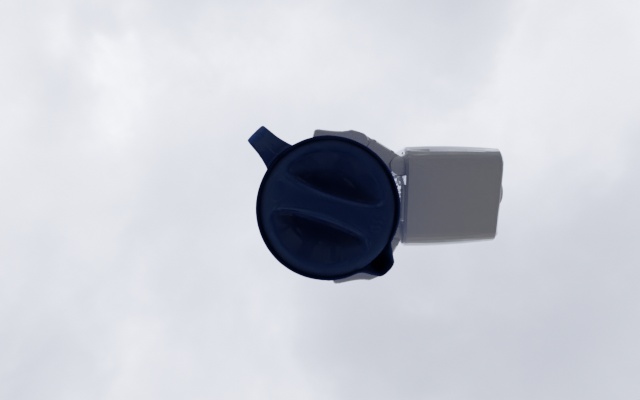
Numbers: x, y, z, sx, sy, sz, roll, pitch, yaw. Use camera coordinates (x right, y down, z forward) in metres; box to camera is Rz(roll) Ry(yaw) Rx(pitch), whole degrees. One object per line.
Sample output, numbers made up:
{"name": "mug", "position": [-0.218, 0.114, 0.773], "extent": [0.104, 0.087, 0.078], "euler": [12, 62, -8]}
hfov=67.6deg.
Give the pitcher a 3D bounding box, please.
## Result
{"name": "pitcher", "position": [0.000, 0.002, 0.550], "extent": [0.145, 0.149, 0.243], "euler": [-1, -2, 0]}
